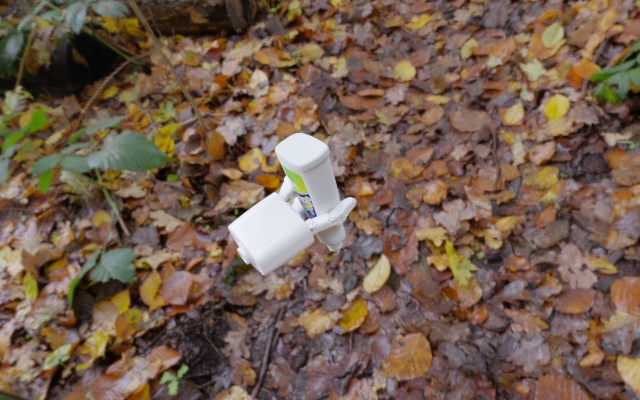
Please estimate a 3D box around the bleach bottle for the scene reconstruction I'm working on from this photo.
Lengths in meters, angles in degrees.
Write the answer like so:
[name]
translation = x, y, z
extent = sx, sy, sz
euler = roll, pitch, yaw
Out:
[bleach bottle]
translation = 0.000, 0.003, 0.868
extent = 0.068, 0.251, 0.102
euler = -36, 41, -18
